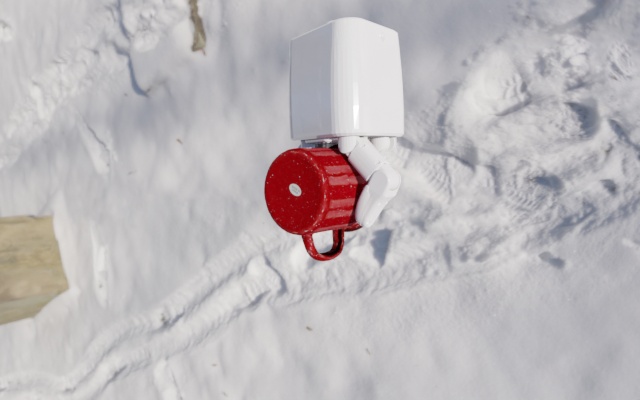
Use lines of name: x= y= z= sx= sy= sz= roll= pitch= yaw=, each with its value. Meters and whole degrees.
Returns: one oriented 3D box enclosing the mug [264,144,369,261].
mug: x=0.000 y=0.003 z=0.469 sx=0.093 sy=0.117 sz=0.081 roll=1 pitch=5 yaw=39
